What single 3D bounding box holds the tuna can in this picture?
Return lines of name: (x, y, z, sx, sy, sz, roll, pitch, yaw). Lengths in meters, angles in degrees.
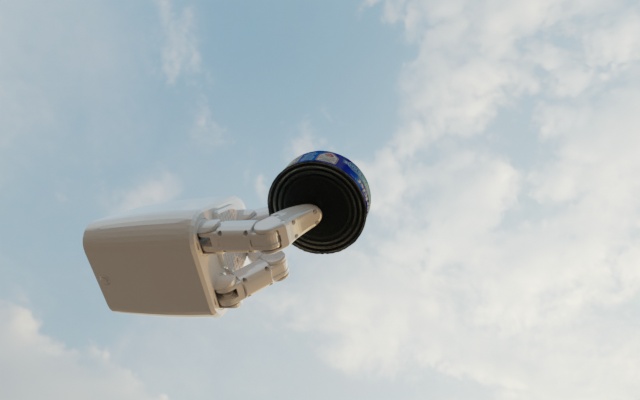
tuna can: (0.000, 0.001, 0.412, 0.086, 0.086, 0.033, 0, 24, 16)
